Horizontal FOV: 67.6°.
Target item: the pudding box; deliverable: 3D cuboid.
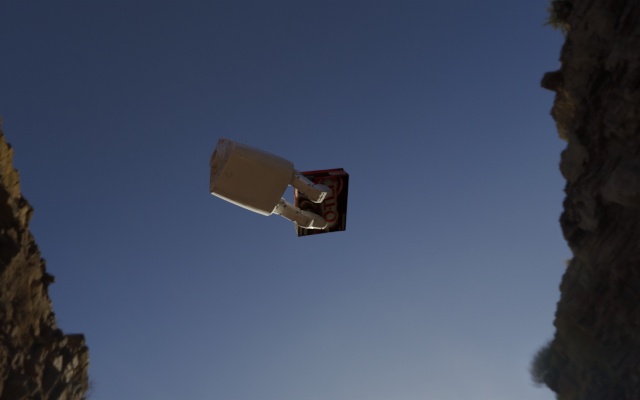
[{"bbox_3d":[0.000,0.003,0.829,0.090,0.114,0.039,-6,30,-15],"label":"pudding box"}]
